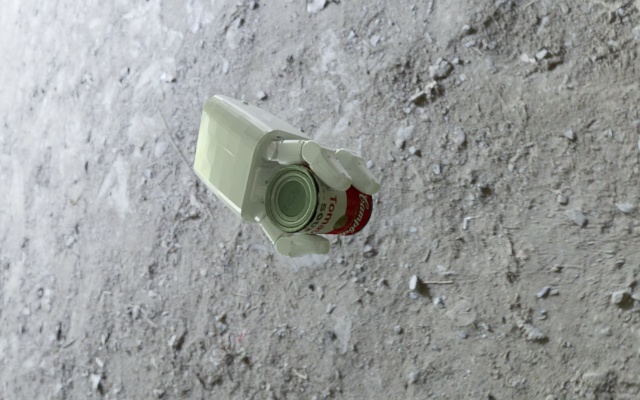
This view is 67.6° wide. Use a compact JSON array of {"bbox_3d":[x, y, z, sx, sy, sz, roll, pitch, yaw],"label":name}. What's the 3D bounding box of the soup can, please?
[{"bbox_3d":[0.000,0.002,0.493,0.068,0.068,0.102,0,-4,36],"label":"soup can"}]
